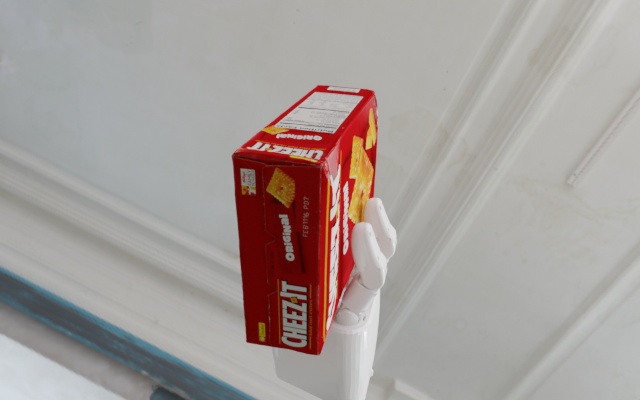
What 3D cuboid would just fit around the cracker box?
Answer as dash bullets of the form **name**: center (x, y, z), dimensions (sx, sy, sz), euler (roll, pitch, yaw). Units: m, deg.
- **cracker box**: center (0.000, 0.001, 0.430), dimensions (0.072, 0.164, 0.213), euler (7, 27, 13)
